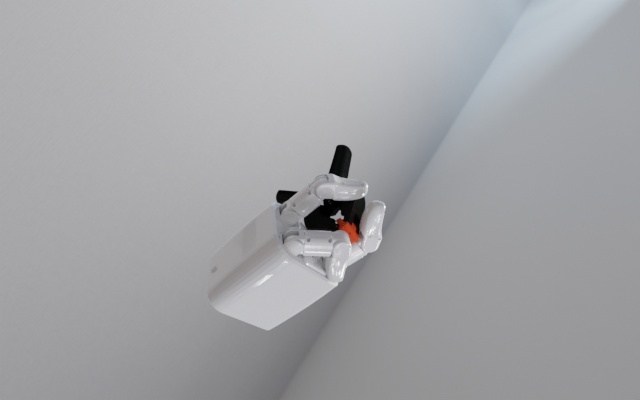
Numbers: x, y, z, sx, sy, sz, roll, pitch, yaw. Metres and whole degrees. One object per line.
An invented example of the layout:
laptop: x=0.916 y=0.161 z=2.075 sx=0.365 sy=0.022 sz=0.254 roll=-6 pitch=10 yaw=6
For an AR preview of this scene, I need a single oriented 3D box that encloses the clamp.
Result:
clamp: x=0.001 y=0.002 z=0.590 sx=0.120 sy=0.039 sz=0.171 roll=-38 pitch=29 yaw=15
